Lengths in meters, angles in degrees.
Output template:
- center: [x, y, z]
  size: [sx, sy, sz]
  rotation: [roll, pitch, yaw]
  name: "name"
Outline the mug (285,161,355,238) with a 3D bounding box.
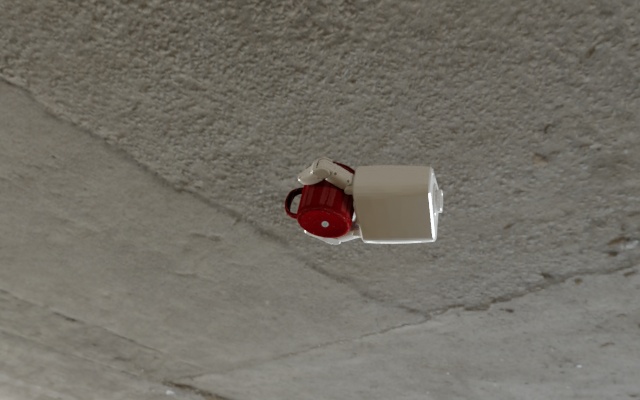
- center: [-0.001, 0.002, 0.714]
  size: [0.117, 0.081, 0.093]
  rotation: [-1, -38, 20]
  name: "mug"
